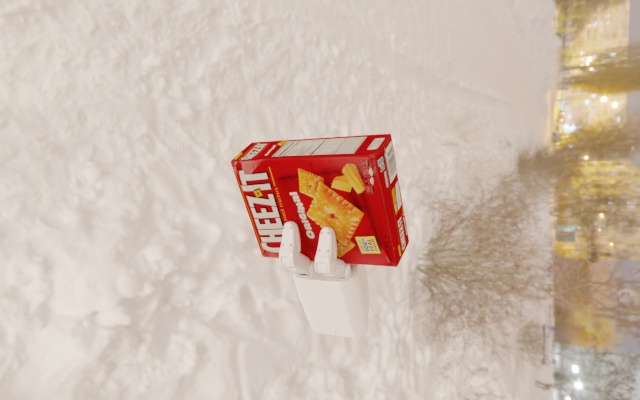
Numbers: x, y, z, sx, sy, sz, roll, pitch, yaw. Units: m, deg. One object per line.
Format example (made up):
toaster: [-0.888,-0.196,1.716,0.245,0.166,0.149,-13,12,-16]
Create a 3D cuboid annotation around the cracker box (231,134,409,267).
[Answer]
cracker box: [0.000,0.002,0.652,0.213,0.164,0.072,0,29,27]
